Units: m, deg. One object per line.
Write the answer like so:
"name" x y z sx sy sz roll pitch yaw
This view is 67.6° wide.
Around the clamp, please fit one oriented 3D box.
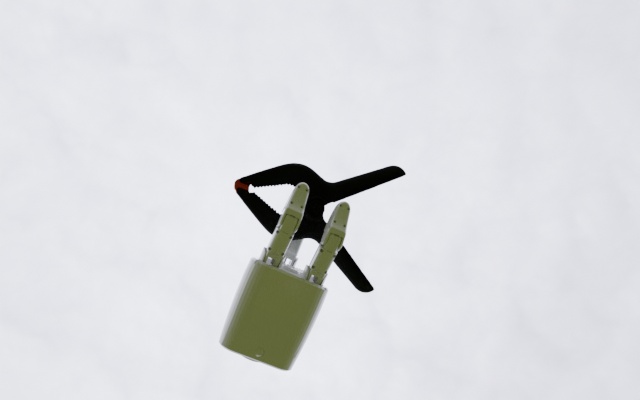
"clamp" -0.001 0.002 0.589 0.210 0.164 0.036 24 -7 -10
